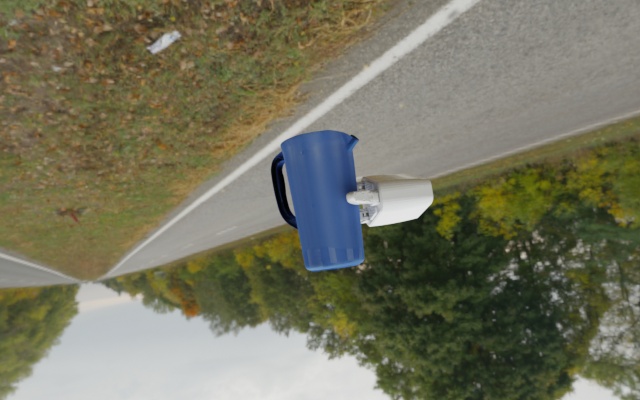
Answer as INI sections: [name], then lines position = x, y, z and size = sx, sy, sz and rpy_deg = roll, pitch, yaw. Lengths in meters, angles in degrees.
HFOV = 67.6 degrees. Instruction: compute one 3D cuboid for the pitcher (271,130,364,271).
[pitcher]
position = 0.000, 0.003, 0.873
size = 0.145, 0.243, 0.149
rpy_deg = -7, -6, -16
